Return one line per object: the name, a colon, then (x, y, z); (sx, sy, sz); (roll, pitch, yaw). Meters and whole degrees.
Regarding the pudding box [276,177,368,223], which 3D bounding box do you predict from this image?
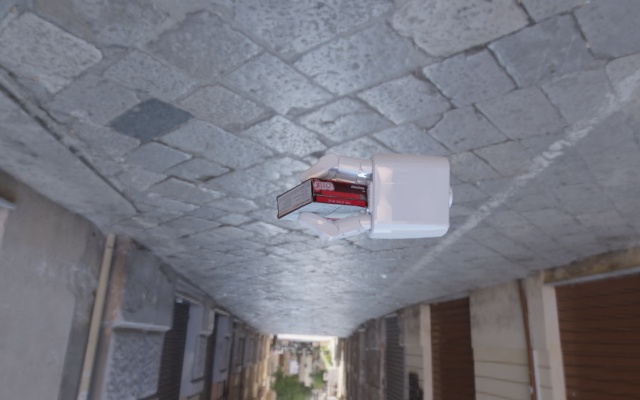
pudding box: (0.000, 0.002, 0.678); (0.090, 0.039, 0.113); (8, -19, -29)
